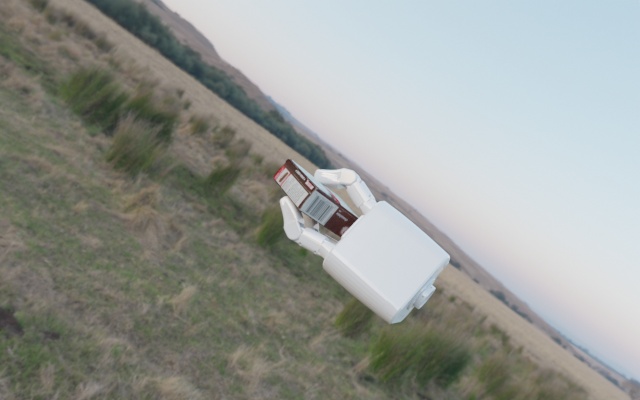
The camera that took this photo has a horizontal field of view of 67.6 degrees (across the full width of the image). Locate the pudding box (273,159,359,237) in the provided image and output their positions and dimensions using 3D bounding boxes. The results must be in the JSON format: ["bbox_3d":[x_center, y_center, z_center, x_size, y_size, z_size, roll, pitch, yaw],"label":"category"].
[{"bbox_3d":[0.000,0.002,0.631,0.113,0.039,0.090,38,5,-40],"label":"pudding box"}]
